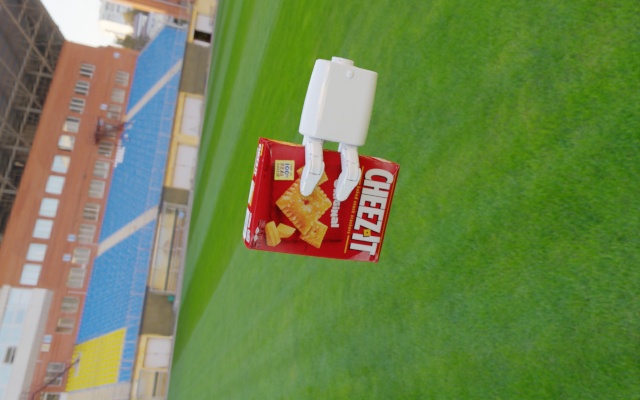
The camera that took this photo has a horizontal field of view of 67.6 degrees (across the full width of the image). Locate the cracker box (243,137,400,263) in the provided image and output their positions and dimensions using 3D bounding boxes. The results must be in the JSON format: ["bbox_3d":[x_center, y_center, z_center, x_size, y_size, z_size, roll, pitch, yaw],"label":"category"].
[{"bbox_3d":[0.000,0.002,0.736,0.214,0.164,0.072,8,10,-17],"label":"cracker box"}]
